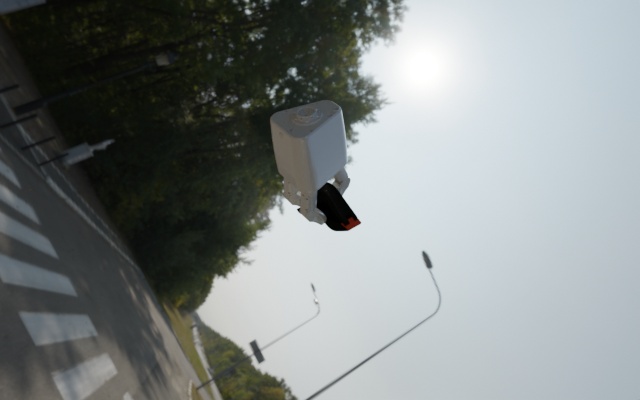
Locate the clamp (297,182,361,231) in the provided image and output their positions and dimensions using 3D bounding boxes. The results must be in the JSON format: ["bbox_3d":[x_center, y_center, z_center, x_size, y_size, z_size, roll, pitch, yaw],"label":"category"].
[{"bbox_3d":[0.001,0.003,0.865,0.036,0.165,0.210,-29,47,-20],"label":"clamp"}]
